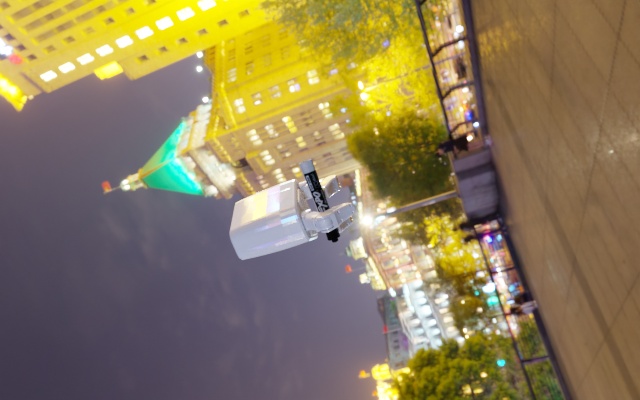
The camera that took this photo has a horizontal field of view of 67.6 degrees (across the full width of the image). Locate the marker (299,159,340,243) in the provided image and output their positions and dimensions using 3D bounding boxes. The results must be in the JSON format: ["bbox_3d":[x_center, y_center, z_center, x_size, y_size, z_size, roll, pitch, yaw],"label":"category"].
[{"bbox_3d":[0.000,0.002,0.658,0.020,0.121,0.020,-20,12,4],"label":"marker"}]
